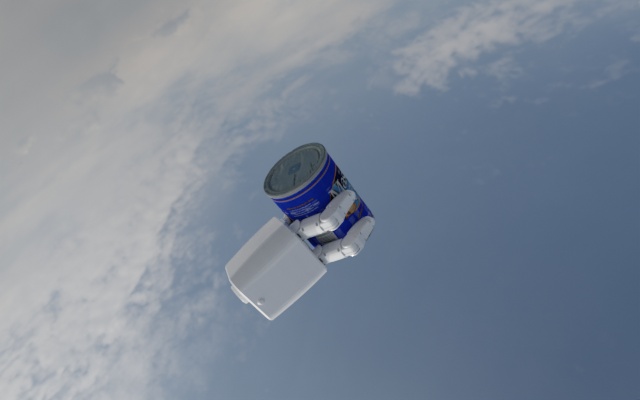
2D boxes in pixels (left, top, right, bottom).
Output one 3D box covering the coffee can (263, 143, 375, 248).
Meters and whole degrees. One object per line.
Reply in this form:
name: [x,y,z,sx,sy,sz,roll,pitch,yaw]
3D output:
coffee can: [0.000,0.002,0.688,0.103,0.102,0.140,0,-42,46]
